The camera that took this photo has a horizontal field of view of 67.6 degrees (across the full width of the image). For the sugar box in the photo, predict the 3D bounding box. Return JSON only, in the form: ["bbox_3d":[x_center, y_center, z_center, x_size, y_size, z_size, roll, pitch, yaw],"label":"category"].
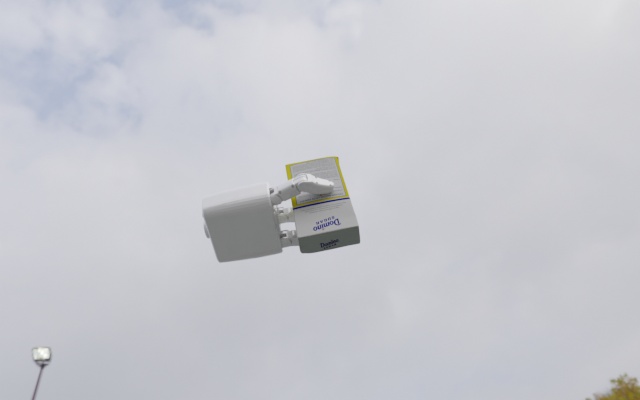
[{"bbox_3d":[0.000,0.003,0.761,0.093,0.048,0.176,-11,45,-2],"label":"sugar box"}]
